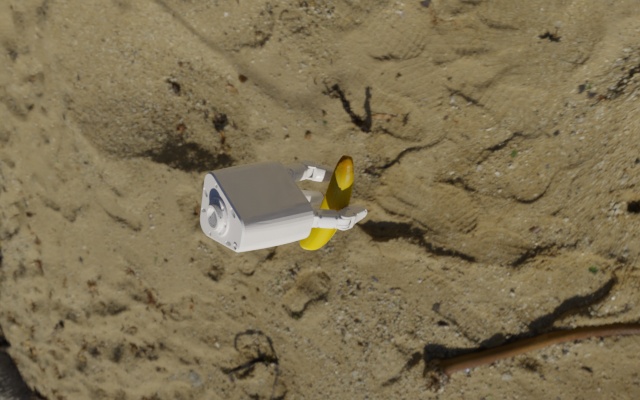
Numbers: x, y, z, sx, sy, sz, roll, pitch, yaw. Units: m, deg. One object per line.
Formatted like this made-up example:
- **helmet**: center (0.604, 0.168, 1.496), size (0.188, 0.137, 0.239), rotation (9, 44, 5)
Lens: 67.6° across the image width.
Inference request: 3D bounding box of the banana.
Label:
- **banana**: center (0.005, 0.019, 0.702), size (0.037, 0.069, 0.198), rotation (-4, -34, -31)
